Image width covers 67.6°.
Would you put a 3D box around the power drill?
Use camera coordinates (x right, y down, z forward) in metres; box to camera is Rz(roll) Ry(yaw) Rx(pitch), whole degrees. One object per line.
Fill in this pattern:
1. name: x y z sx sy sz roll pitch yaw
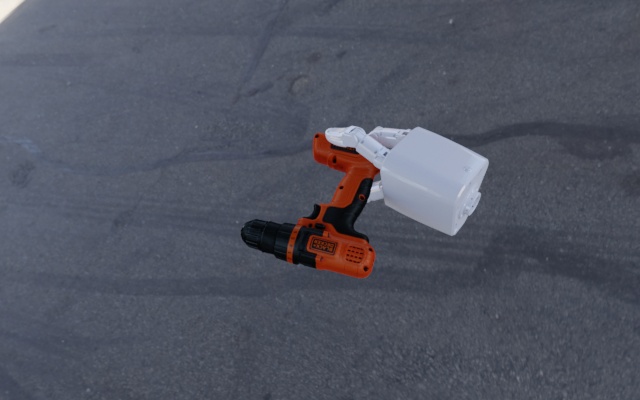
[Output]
1. power drill: 0.000 0.002 0.660 0.184 0.187 0.057 14 -20 10
